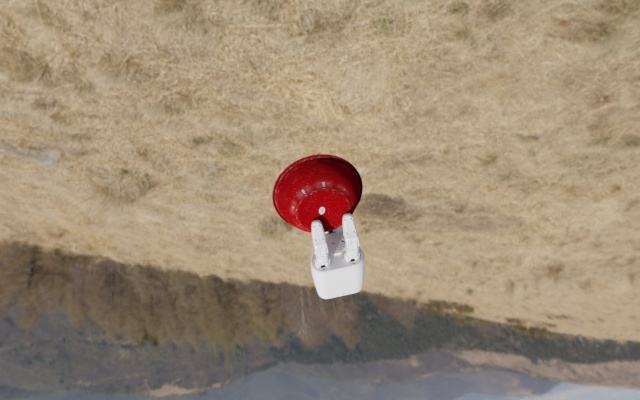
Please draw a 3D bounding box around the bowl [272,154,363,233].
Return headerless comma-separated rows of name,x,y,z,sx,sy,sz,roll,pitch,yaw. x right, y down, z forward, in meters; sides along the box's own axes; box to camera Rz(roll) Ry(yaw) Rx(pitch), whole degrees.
bowl,0.000,0.002,0.820,0.162,0.162,0.055,0,35,-12
